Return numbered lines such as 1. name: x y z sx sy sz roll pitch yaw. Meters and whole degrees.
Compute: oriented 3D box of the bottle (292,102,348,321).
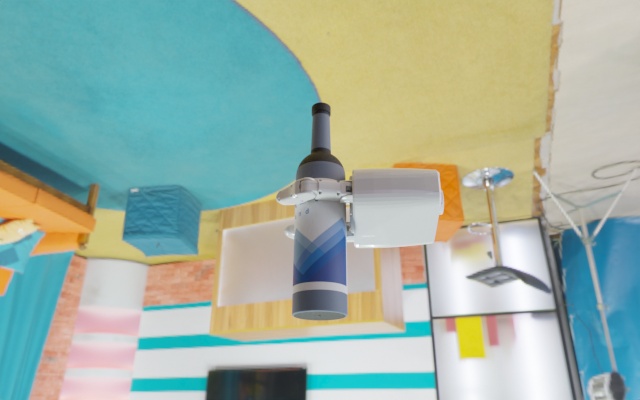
1. bottle: 0.000 0.002 0.624 0.069 0.295 0.069 0 -23 0
